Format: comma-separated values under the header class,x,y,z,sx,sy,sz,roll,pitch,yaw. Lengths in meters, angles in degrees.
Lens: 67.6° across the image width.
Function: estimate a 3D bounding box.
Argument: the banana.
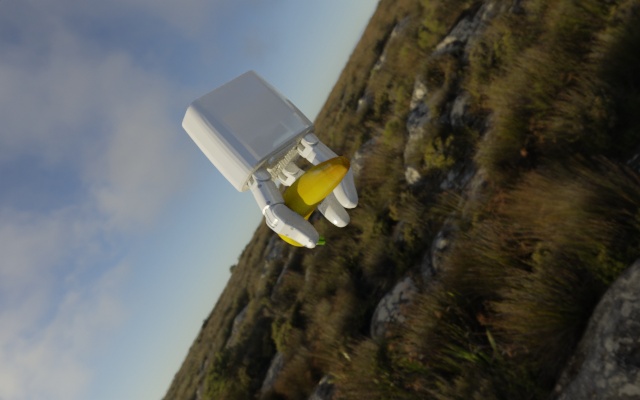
class,x,y,z,sx,sy,sz,roll,pitch,yaw
banana,-0.017,0.009,0.544,0.069,0.037,0.198,-19,-22,-17
